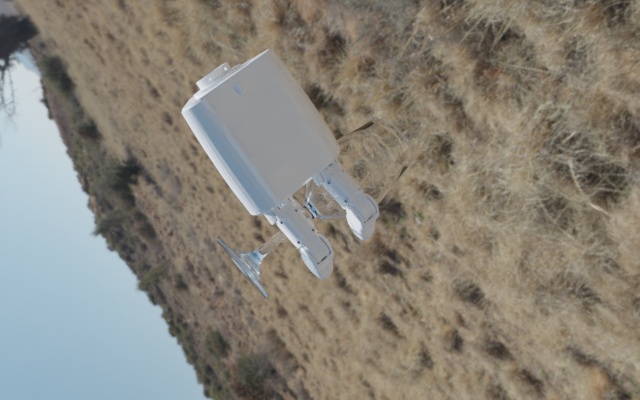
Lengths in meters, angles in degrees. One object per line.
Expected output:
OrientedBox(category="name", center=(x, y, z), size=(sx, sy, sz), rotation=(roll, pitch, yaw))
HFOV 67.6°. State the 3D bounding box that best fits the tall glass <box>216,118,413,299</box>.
OrientedBox(category="tall glass", center=(0.000, 0.002, 0.469), size=(0.201, 0.079, 0.079), rotation=(-40, 12, -15))
